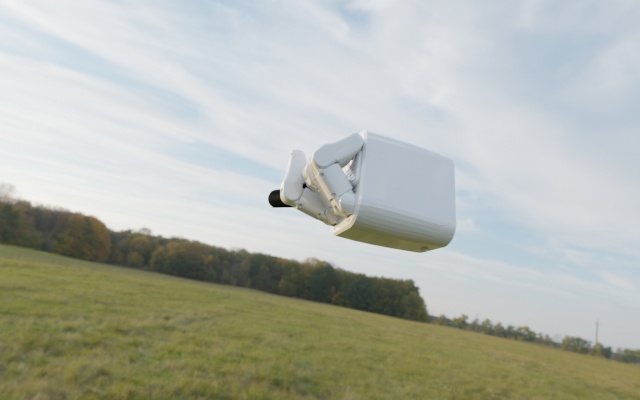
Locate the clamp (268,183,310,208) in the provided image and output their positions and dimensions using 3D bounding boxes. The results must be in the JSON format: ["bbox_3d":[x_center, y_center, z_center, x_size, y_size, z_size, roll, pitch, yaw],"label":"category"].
[{"bbox_3d":[0.000,0.001,0.594,0.120,0.039,0.171,17,-12,-9],"label":"clamp"}]
